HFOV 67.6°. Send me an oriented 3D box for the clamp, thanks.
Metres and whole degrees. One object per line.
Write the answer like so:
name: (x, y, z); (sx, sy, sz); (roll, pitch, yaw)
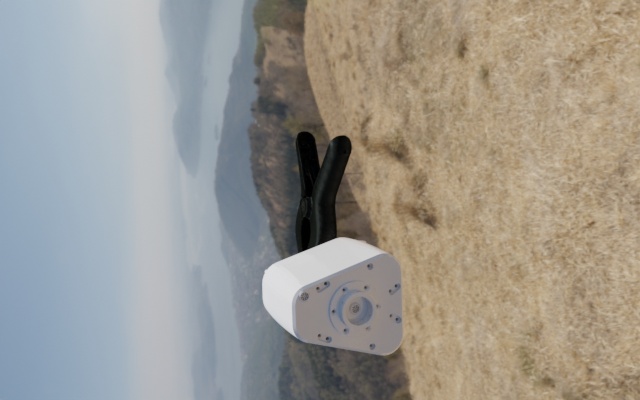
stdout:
clamp: (-0.001, 0.002, 0.540); (0.039, 0.171, 0.120); (-2, 2, -18)
